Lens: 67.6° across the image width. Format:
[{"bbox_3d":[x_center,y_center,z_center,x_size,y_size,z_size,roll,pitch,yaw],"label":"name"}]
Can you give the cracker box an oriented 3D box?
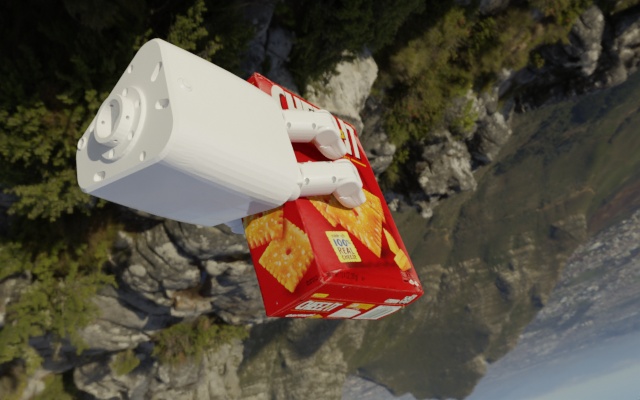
[{"bbox_3d":[0.000,0.002,0.456,0.072,0.213,0.164,-34,-31,27],"label":"cracker box"}]
